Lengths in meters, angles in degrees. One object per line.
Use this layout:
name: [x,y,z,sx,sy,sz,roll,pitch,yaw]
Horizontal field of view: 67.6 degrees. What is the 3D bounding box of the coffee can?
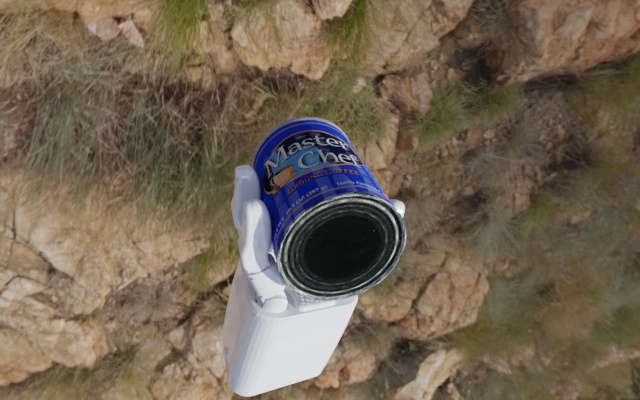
coffee can: [0.000,0.001,0.418,0.103,0.103,0.140,0,32,-17]
